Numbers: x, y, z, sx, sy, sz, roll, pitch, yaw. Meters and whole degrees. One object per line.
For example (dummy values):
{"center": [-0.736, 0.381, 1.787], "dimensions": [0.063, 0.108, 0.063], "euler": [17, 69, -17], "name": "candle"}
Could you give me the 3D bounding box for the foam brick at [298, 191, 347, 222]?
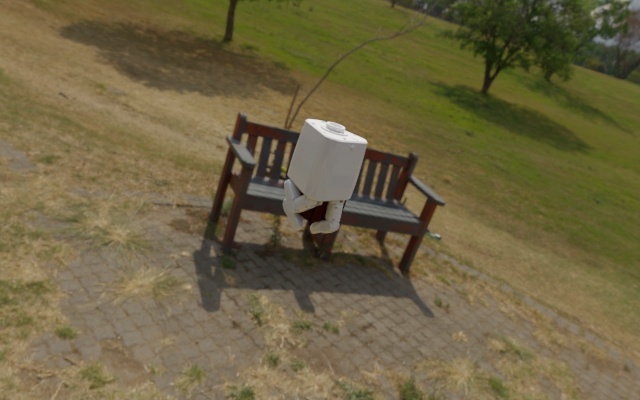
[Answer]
{"center": [0.000, 0.003, 0.851], "dimensions": [0.078, 0.051, 0.053], "euler": [-3, 29, -45], "name": "foam brick"}
